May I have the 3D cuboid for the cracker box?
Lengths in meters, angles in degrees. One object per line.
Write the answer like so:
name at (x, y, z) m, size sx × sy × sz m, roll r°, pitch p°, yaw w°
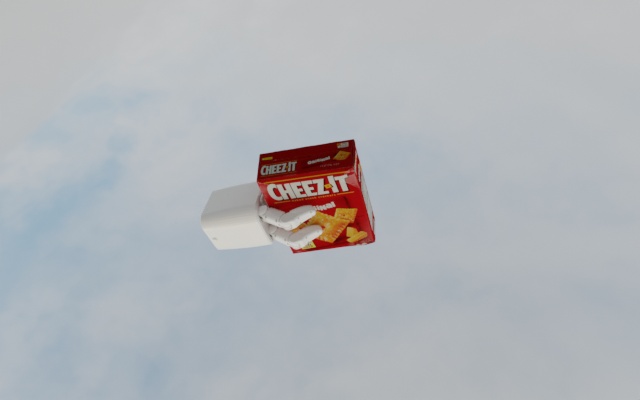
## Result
cracker box at (0.000, 0.003, 0.839) m, size 0.164 × 0.072 × 0.214 m, roll -8°, pitch -41°, yaw 11°
